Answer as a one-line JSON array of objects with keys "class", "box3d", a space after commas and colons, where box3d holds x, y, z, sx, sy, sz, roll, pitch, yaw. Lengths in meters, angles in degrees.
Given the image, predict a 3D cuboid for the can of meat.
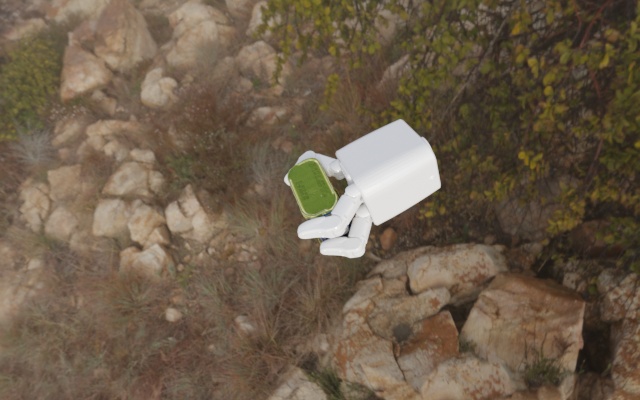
[{"class": "can of meat", "box3d": [0.000, 0.002, 0.666, 0.057, 0.102, 0.084, -27, -37, 2]}]
